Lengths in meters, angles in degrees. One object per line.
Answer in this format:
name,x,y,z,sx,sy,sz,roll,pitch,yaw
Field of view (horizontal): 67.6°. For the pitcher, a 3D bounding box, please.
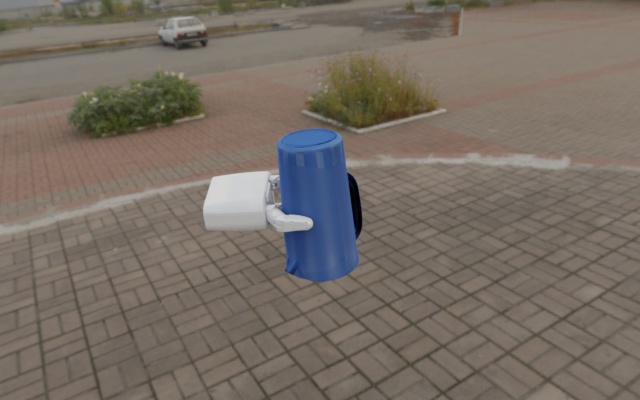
pitcher,0.000,0.003,0.827,0.145,0.243,0.149,-4,25,3
